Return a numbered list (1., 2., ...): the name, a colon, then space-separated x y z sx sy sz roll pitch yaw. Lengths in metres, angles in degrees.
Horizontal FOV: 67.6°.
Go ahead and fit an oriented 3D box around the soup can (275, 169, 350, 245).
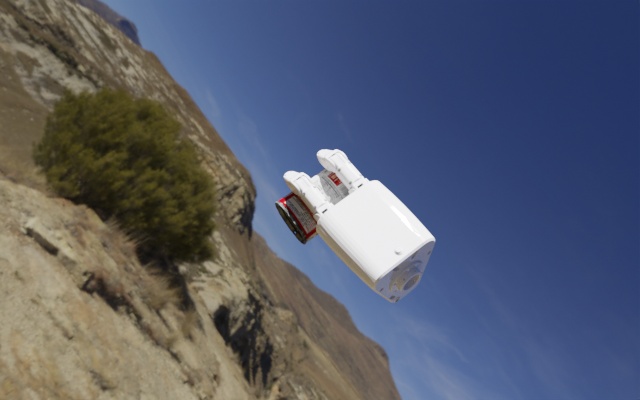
1. soup can: 0.000 0.002 0.638 0.102 0.068 0.068 -35 8 -12
